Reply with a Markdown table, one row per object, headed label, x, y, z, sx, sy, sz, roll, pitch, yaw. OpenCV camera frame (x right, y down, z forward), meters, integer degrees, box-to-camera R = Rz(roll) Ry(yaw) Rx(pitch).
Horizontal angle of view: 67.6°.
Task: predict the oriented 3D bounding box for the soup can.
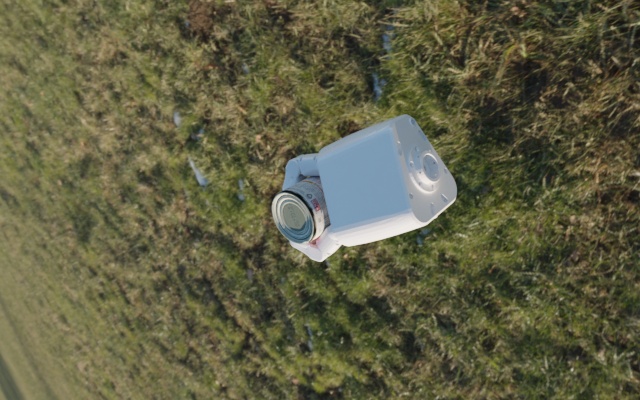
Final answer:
| label | x | y | z | sx | sy | sz | roll | pitch | yaw |
| --- | --- | --- | --- | --- | --- | --- | --- | --- | --- |
| soup can | 0.000 | 0.002 | 0.572 | 0.068 | 0.068 | 0.102 | 0 | 22 | 43 |
